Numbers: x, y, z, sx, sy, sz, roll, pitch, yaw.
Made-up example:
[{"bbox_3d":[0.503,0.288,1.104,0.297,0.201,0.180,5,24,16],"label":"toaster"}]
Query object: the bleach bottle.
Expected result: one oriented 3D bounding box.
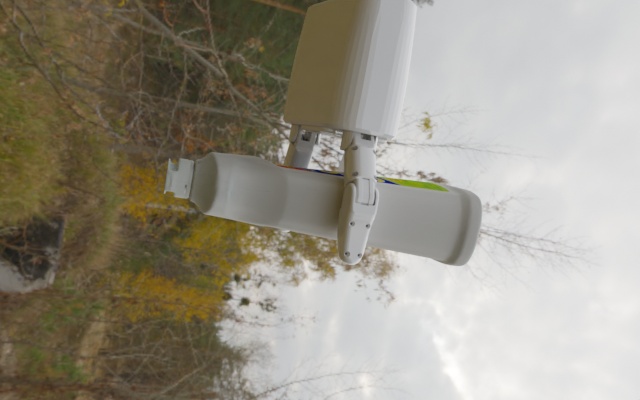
[{"bbox_3d":[0.000,0.001,0.402,0.251,0.068,0.102,9,6,-17],"label":"bleach bottle"}]
